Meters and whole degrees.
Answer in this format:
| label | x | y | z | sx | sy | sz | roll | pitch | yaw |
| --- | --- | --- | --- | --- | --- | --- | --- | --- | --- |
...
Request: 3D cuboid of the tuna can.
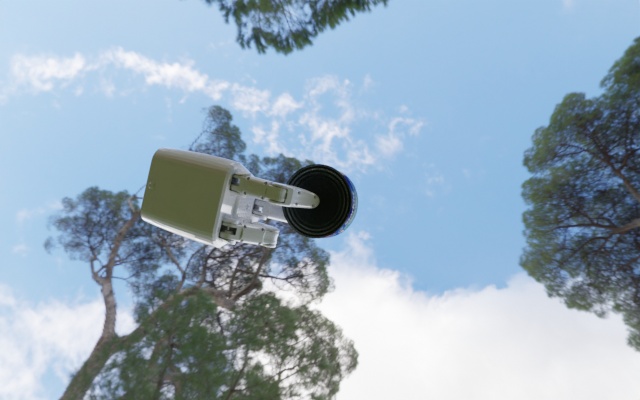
| label | x | y | z | sx | sy | sz | roll | pitch | yaw |
| --- | --- | --- | --- | --- | --- | --- | --- | --- | --- |
| tuna can | 0.000 | 0.002 | 0.560 | 0.086 | 0.086 | 0.034 | 0 | -4 | 20 |
